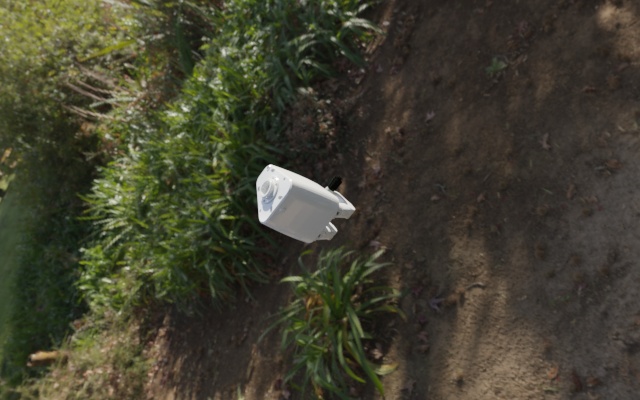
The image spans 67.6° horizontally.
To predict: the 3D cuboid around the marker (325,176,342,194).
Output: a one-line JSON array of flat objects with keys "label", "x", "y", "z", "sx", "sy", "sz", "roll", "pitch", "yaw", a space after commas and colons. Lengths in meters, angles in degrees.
[{"label": "marker", "x": 0.000, "y": 0.003, "z": 0.884, "sx": 0.020, "sy": 0.121, "sz": 0.020, "roll": 34, "pitch": 19, "yaw": -13}]
